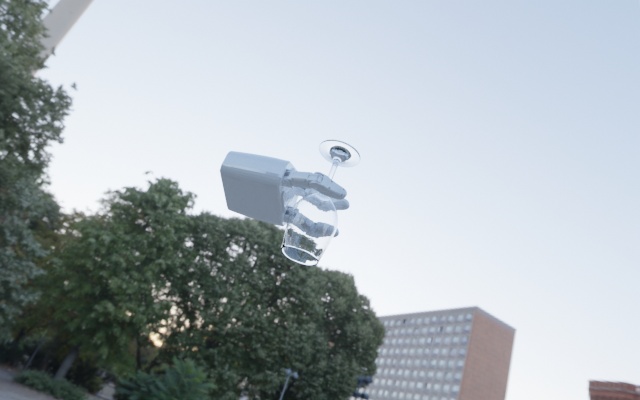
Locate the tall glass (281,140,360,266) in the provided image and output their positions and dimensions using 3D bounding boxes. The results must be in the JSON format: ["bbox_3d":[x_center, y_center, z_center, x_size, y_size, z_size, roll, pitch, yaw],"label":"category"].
[{"bbox_3d":[0.000,0.002,0.770,0.079,0.201,0.079,17,-27,9],"label":"tall glass"}]
